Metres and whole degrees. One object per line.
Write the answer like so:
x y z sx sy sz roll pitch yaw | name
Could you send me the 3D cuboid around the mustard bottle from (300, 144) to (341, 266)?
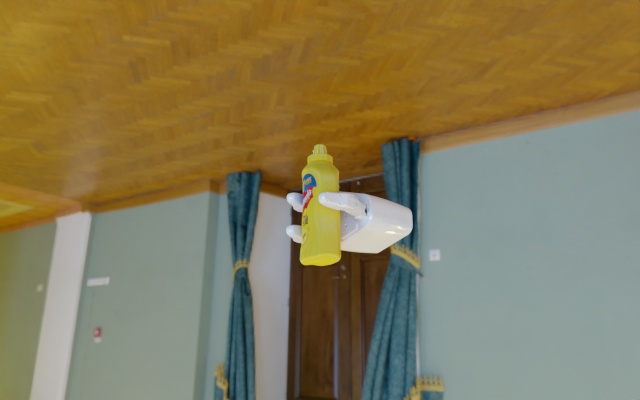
0.000 0.003 0.755 0.058 0.191 0.096 5 -17 -14 | mustard bottle
